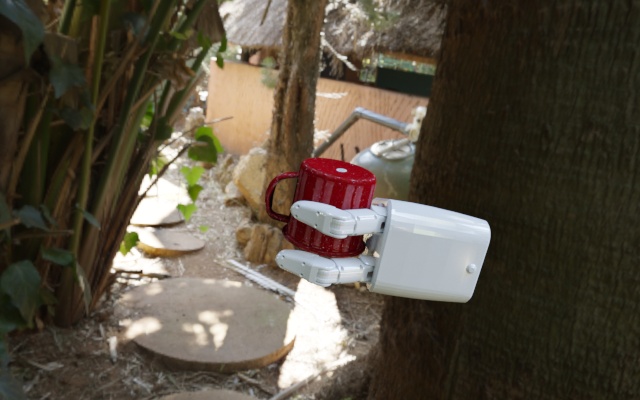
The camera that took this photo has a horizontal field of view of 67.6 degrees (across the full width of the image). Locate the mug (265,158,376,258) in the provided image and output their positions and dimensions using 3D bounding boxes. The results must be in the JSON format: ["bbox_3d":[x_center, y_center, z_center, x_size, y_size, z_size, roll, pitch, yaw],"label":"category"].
[{"bbox_3d":[-0.001,0.001,0.505,0.117,0.081,0.093,10,18,-5],"label":"mug"}]
